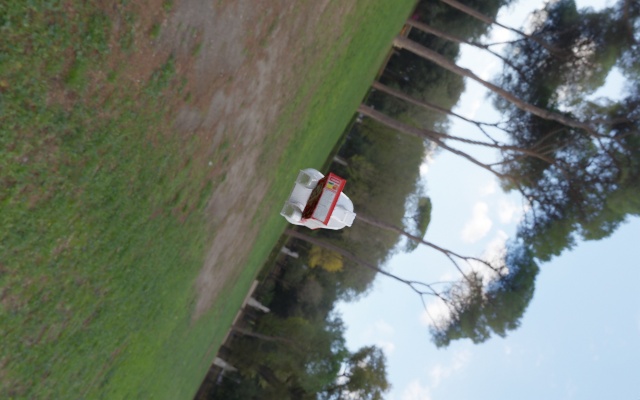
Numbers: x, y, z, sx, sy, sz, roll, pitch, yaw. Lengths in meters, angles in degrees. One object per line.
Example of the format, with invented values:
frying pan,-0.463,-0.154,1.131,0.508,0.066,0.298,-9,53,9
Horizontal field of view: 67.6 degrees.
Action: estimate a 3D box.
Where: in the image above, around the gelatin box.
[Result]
gelatin box,0.001,0.002,0.711,0.030,0.073,0.089,26,-12,-11
